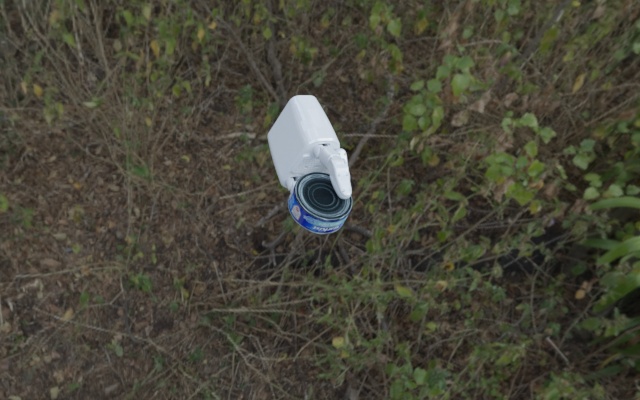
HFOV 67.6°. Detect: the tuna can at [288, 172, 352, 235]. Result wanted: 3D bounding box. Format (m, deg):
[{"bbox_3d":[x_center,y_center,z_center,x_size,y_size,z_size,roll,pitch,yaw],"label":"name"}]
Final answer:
[{"bbox_3d":[0.000,0.002,0.660,0.086,0.086,0.034,0,-36,-23],"label":"tuna can"}]
